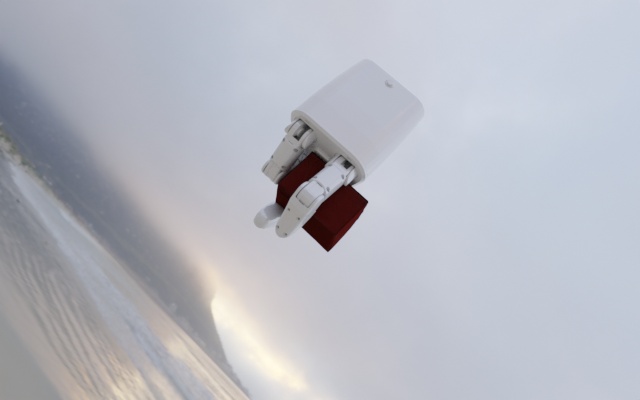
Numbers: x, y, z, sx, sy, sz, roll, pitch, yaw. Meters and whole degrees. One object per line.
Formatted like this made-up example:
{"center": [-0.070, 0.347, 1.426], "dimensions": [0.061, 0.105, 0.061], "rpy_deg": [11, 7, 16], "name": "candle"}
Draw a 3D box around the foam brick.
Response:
{"center": [0.000, 0.002, 0.477], "dimensions": [0.051, 0.078, 0.053], "rpy_deg": [-43, -11, -22], "name": "foam brick"}
